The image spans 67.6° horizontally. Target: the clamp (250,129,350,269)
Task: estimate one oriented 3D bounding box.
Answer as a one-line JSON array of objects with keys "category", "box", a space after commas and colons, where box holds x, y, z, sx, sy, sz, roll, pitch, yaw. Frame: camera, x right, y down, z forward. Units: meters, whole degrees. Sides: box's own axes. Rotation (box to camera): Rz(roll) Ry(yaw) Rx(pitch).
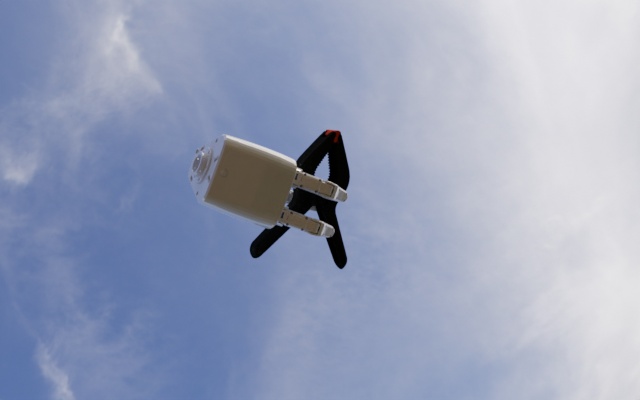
[{"category": "clamp", "box": [0.000, 0.002, 0.704, 0.164, 0.210, 0.036, 21, -1, -35]}]
